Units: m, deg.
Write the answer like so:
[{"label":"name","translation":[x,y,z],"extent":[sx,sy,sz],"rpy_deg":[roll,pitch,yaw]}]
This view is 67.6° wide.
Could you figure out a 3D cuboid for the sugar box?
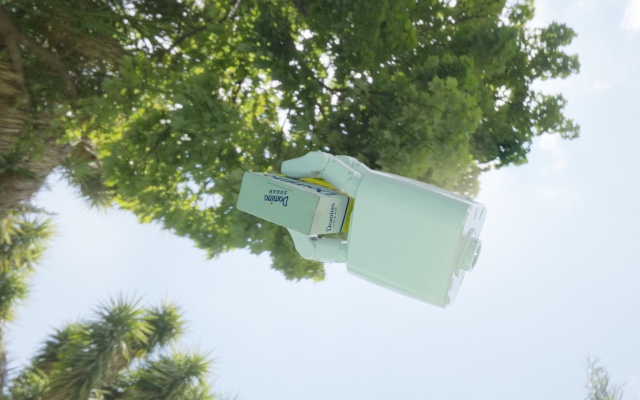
[{"label":"sugar box","translation":[0.000,0.001,0.531],"extent":[0.093,0.048,0.176],"rpy_deg":[19,7,28]}]
